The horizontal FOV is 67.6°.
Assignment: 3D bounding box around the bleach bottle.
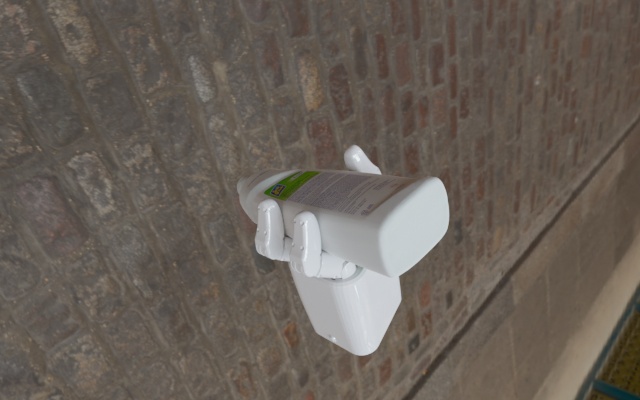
[{"bbox_3d":[0.000,0.002,0.505,0.102,0.068,0.251,-35,33,-32],"label":"bleach bottle"}]
